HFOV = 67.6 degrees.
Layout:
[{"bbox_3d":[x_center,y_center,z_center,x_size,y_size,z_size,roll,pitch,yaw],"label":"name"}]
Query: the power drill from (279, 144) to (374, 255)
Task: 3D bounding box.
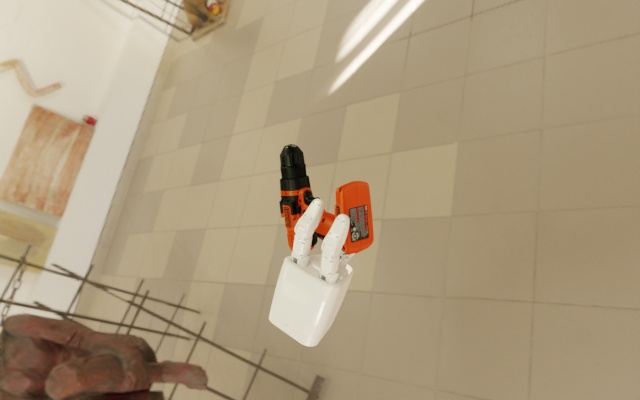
[{"bbox_3d":[0.000,0.003,0.751,0.057,0.184,0.187,-14,13,-33],"label":"power drill"}]
